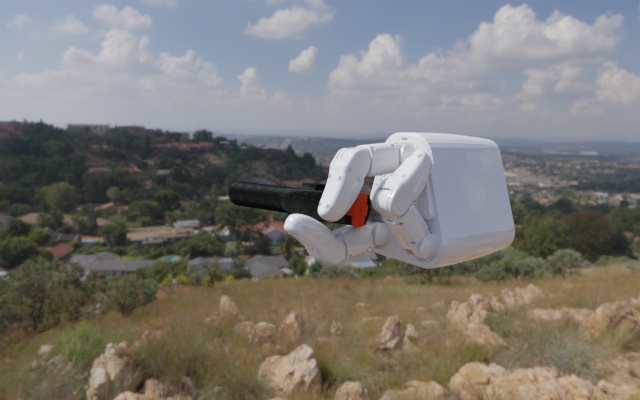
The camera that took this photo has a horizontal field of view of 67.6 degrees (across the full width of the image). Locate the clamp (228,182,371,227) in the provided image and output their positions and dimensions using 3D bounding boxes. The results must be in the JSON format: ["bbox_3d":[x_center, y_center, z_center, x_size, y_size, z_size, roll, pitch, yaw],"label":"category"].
[{"bbox_3d":[0.000,0.001,0.456,0.120,0.039,0.171,-4,10,-36],"label":"clamp"}]
